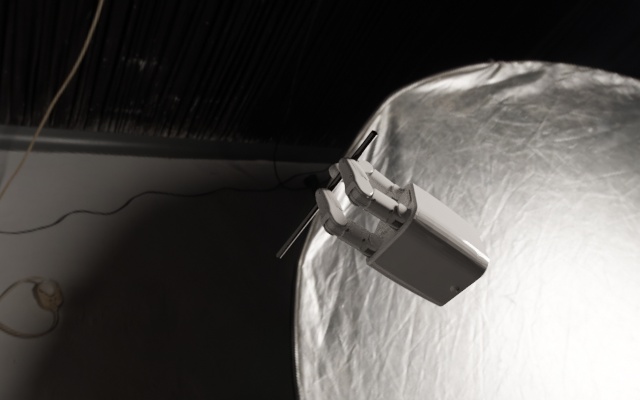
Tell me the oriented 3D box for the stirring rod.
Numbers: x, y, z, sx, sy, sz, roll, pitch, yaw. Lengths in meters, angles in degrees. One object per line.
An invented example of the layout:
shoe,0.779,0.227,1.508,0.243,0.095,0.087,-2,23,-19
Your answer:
stirring rod,0.000,0.002,0.586,0.011,0.011,0.240,0,-38,-38
